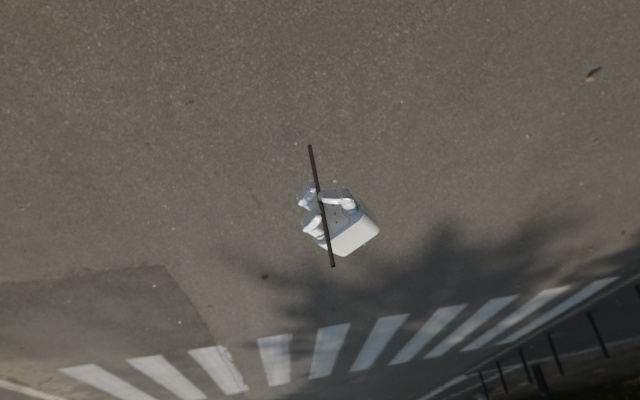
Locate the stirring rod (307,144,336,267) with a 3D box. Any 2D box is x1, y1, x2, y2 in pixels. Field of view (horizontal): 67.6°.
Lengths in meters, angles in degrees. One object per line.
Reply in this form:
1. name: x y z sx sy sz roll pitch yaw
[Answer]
1. stirring rod: 0.000 0.003 0.832 0.011 0.239 0.011 -9 -27 -5
